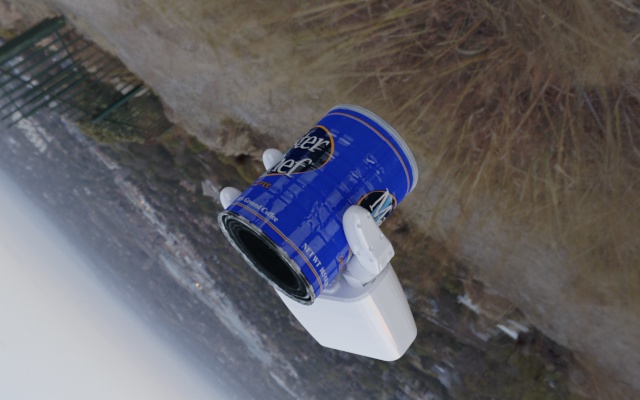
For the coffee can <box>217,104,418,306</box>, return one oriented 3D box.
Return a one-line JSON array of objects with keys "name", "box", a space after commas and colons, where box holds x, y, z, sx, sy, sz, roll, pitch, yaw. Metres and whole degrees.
[{"name": "coffee can", "box": [0.000, 0.001, 0.402, 0.140, 0.103, 0.103, -46, 22, -23]}]
